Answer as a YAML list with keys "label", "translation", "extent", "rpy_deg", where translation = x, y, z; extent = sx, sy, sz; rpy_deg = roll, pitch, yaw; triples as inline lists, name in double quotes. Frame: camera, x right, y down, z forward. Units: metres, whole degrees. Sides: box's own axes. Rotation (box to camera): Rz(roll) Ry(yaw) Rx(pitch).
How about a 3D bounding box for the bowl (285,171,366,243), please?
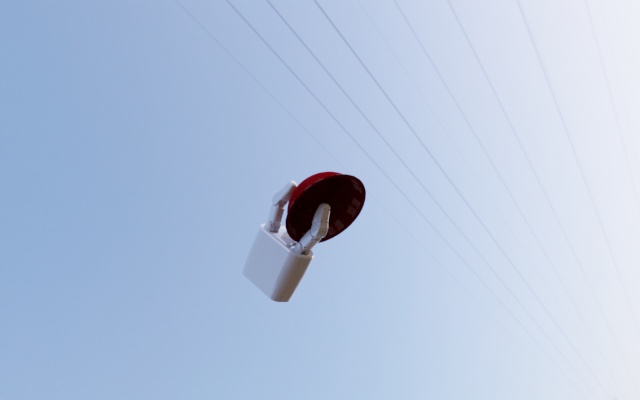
- label: "bowl"
  translation: [0.001, 0.002, 0.865]
  extent: [0.162, 0.162, 0.055]
  rpy_deg: [0, 39, -35]
